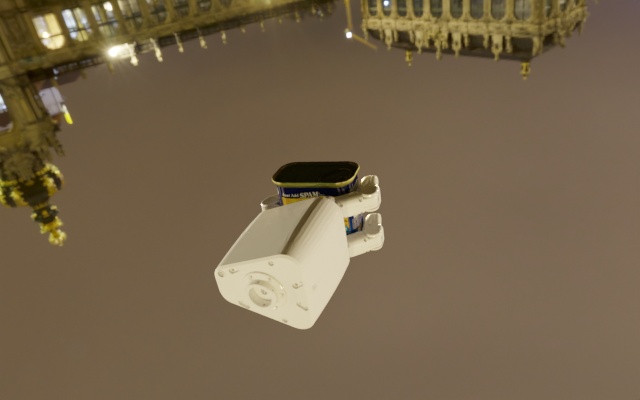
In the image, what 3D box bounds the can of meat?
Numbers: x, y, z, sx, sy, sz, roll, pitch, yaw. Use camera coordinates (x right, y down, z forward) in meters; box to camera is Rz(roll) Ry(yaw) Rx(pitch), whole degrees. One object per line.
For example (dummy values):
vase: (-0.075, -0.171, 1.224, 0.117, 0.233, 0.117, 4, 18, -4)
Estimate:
can of meat: (0.000, 0.002, 0.583, 0.102, 0.084, 0.057, 1, 30, 20)
